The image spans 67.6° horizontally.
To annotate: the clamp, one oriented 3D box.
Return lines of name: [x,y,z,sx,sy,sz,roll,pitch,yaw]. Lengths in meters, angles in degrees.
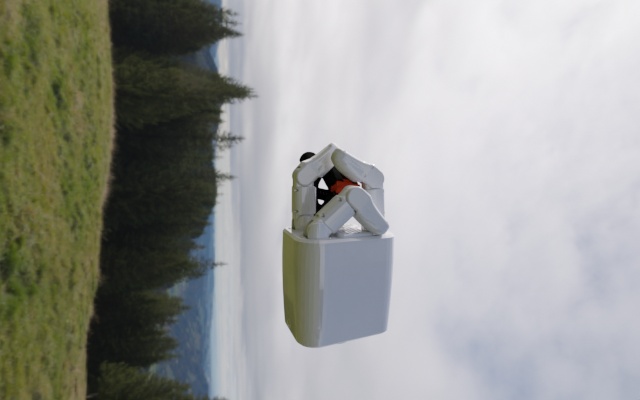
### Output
clamp: [0.001,0.002,0.571,0.039,0.120,0.171,0,6,-15]
